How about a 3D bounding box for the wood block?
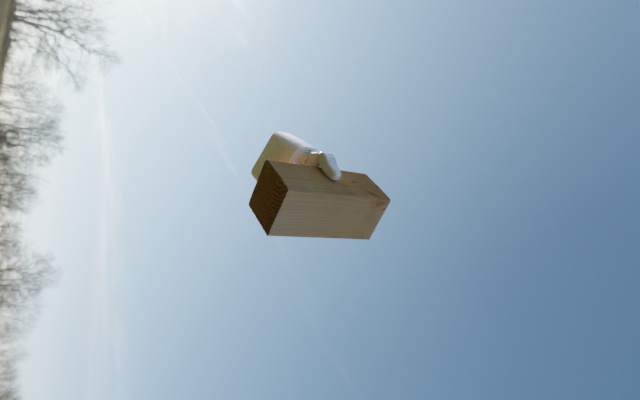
[{"bbox_3d":[0.000,0.002,0.795,0.206,0.091,0.090,5,32,-36],"label":"wood block"}]
